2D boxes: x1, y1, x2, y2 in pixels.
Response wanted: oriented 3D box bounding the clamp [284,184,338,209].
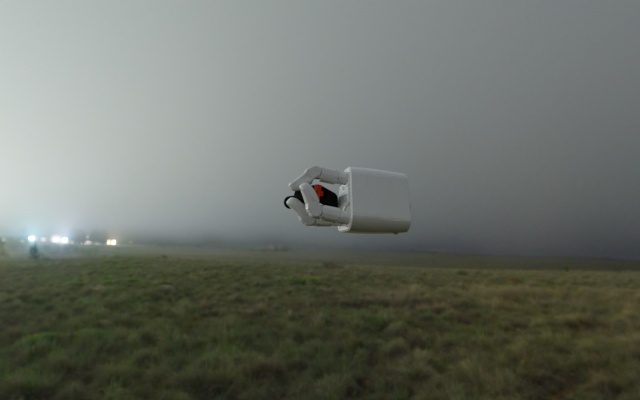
[{"bbox_3d":[0.000,0.002,0.880,0.120,0.039,0.171,6,-7,-10],"label":"clamp"}]
